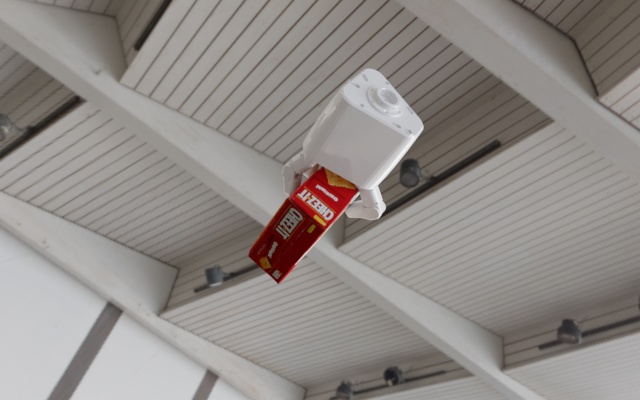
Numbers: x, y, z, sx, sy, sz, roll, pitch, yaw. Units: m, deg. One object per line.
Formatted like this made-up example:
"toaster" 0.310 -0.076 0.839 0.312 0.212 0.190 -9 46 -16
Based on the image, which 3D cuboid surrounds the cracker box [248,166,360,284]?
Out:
"cracker box" 0.000 0.002 0.714 0.213 0.072 0.164 -47 -4 -43
